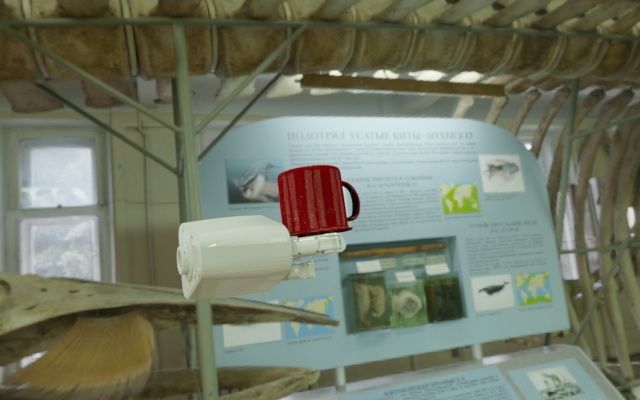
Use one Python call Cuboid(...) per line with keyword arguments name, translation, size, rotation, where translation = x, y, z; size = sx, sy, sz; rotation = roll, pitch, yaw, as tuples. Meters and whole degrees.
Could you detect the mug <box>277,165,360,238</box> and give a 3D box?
Cuboid(name="mug", translation=(0.001, 0.002, 0.608), size=(0.117, 0.081, 0.093), rotation=(-4, -8, -28))
